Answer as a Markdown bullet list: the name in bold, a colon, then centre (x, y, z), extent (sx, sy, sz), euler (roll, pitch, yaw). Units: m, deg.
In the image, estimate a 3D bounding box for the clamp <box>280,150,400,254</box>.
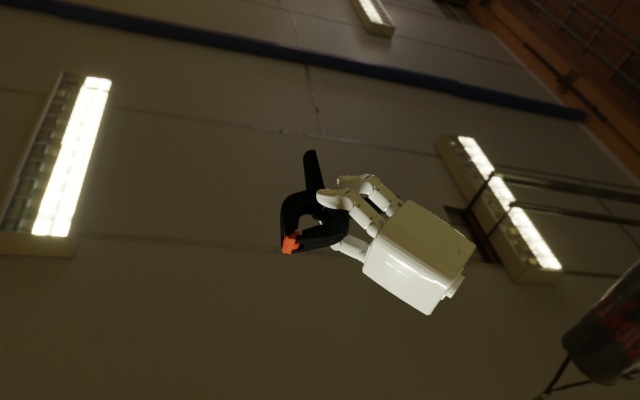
- **clamp**: centre (0.000, 0.003, 0.660), extent (0.164, 0.036, 0.210), euler (34, 39, 18)
